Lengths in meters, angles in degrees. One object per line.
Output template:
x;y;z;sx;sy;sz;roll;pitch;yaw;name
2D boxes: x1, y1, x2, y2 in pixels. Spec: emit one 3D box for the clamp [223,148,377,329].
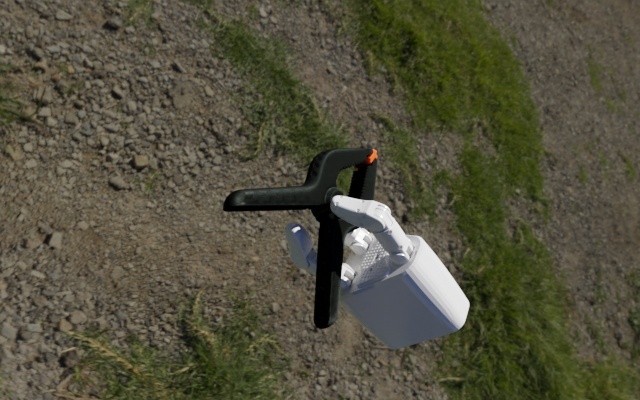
0.001;0.001;0.501;0.036;0.165;0.210;-15;33;45;clamp
